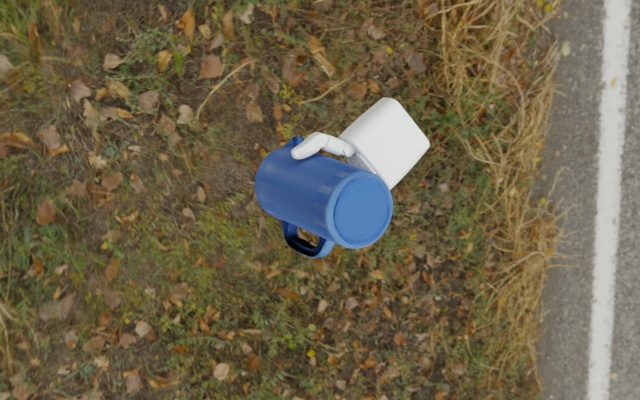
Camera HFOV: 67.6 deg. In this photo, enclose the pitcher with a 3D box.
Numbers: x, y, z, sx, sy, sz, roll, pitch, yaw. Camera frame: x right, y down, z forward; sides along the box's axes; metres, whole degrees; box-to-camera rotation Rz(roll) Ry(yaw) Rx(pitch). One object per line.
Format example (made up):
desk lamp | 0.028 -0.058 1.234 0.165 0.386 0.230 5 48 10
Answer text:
pitcher | 0.000 0.002 0.742 0.145 0.149 0.242 -44 28 -13
